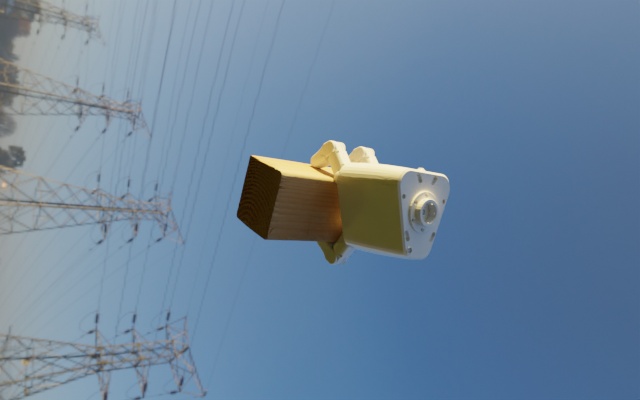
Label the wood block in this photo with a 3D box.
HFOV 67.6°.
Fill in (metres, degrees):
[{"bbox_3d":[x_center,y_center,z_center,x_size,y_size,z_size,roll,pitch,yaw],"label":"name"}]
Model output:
[{"bbox_3d":[0.000,0.003,0.672,0.206,0.091,0.090,6,15,-37],"label":"wood block"}]
